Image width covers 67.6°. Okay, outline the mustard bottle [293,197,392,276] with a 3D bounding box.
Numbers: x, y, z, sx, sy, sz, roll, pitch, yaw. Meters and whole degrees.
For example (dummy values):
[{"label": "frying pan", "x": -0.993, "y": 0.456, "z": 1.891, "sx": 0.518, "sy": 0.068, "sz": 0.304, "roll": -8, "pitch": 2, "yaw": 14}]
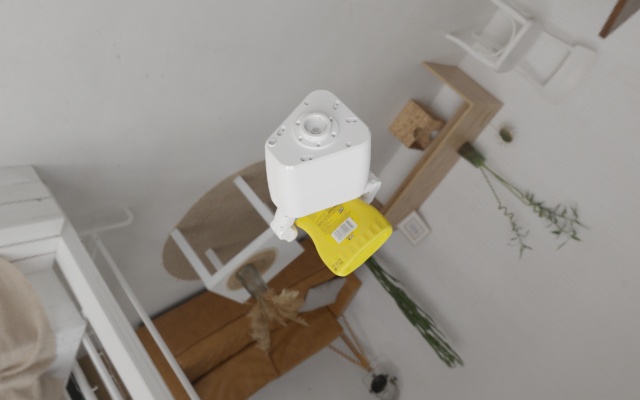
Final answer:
[{"label": "mustard bottle", "x": 0.000, "y": 0.002, "z": 0.644, "sx": 0.191, "sy": 0.096, "sz": 0.058, "roll": 48, "pitch": 5, "yaw": 22}]
